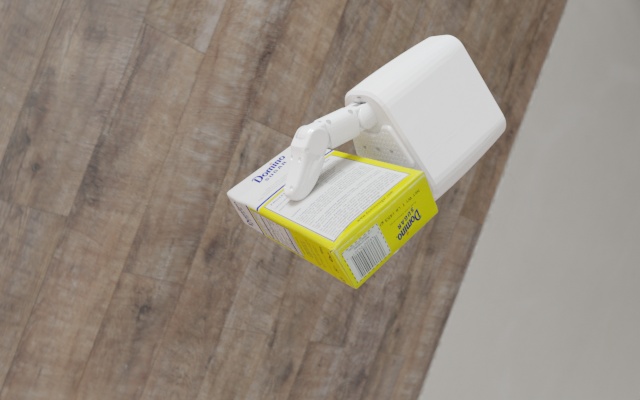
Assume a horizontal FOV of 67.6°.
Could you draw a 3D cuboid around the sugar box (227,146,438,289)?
[{"bbox_3d":[0.000,0.002,0.404,0.093,0.048,0.176,-39,29,-20],"label":"sugar box"}]
